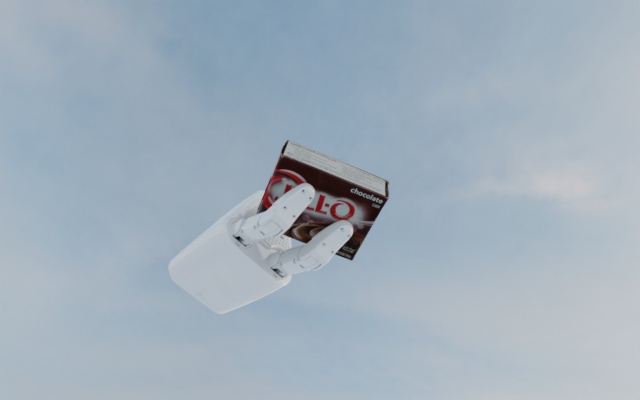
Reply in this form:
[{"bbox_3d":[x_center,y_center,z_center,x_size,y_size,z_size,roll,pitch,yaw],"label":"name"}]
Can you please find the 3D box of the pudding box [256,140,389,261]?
[{"bbox_3d":[0.000,0.002,0.482,0.113,0.090,0.039,20,36,-7],"label":"pudding box"}]
